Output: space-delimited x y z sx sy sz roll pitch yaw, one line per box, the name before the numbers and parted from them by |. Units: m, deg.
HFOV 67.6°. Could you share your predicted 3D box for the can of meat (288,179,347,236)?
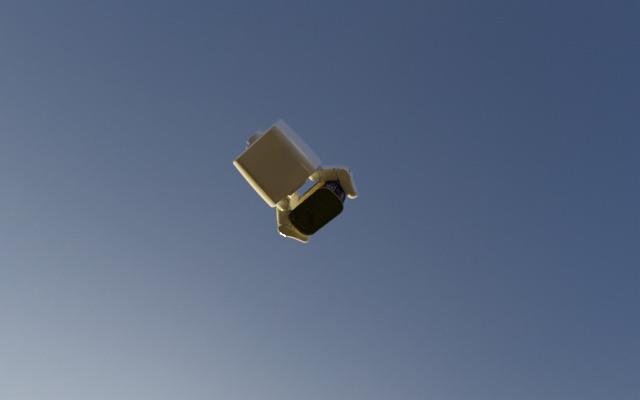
can of meat | 0.000 0.003 0.849 0.102 0.057 0.084 -39 11 27
